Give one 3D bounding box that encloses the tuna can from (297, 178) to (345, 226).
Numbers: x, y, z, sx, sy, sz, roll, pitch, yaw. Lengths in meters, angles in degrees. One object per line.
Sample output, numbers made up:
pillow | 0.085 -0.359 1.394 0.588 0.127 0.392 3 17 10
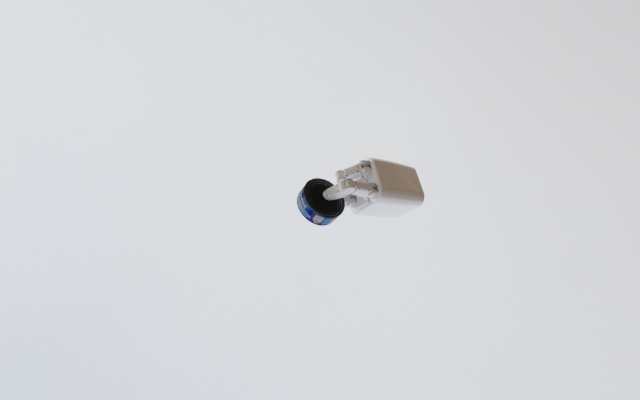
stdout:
tuna can | 0.000 0.003 0.878 0.086 0.086 0.034 0 -32 -34
